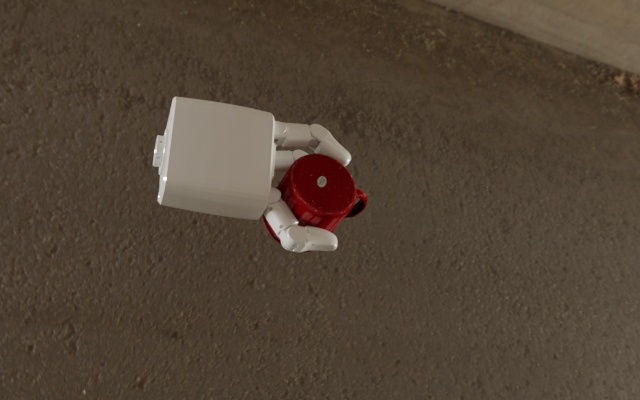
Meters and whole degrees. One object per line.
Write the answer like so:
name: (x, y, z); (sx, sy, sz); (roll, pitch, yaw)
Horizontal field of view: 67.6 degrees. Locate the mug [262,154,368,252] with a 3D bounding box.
mug: (0.002, 0.002, 0.550); (0.117, 0.093, 0.081); (6, -32, -23)
